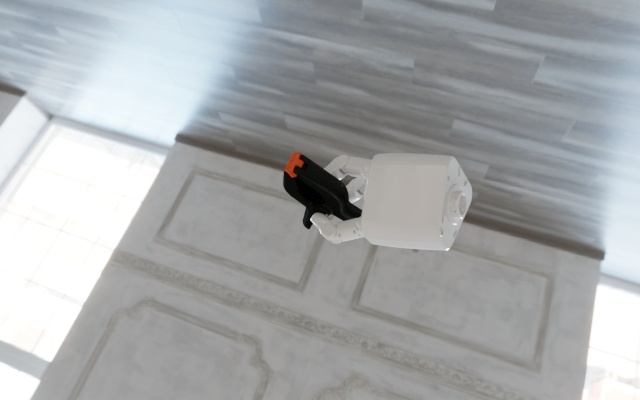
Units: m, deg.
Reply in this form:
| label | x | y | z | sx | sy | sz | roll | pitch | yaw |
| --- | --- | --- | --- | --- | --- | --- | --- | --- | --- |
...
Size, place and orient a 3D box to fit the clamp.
| label | x | y | z | sx | sy | sz | roll | pitch | yaw |
| --- | --- | --- | --- | --- | --- | --- | --- | --- | --- |
| clamp | 0.000 | 0.003 | 0.683 | 0.164 | 0.036 | 0.210 | 5 | -28 | 38 |
